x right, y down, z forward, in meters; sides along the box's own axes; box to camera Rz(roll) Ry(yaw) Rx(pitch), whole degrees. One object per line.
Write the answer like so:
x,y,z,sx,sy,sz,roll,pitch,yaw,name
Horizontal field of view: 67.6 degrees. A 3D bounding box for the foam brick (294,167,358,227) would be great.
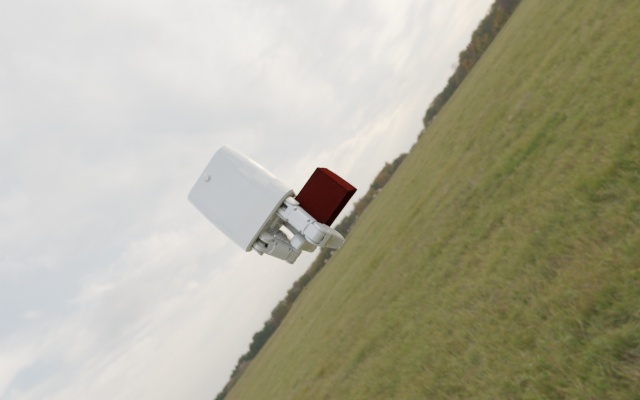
0.000,0.002,0.608,0.051,0.078,0.053,38,12,11,foam brick
